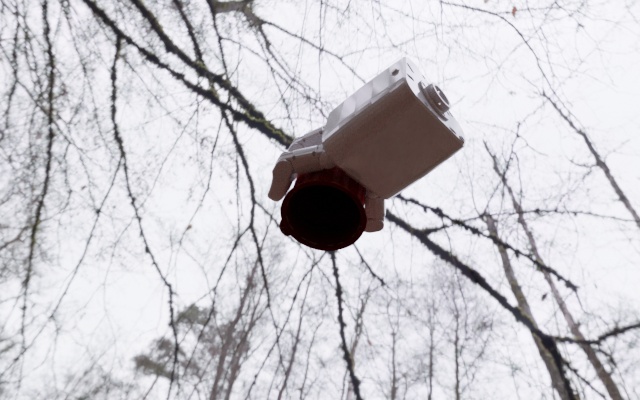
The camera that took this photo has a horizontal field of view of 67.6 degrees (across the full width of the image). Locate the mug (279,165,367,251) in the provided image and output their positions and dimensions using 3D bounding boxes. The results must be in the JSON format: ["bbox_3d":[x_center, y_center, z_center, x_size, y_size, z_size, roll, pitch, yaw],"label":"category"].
[{"bbox_3d":[-0.001,0.002,0.544,0.117,0.093,0.081,-34,22,29],"label":"mug"}]
